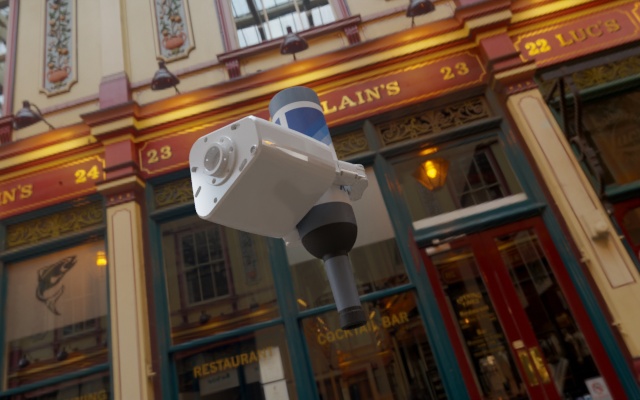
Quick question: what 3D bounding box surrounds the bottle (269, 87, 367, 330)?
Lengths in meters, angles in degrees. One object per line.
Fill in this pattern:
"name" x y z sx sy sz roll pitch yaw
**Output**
"bottle" 0.000 0.002 0.554 0.069 0.295 0.069 -12 -27 -6
